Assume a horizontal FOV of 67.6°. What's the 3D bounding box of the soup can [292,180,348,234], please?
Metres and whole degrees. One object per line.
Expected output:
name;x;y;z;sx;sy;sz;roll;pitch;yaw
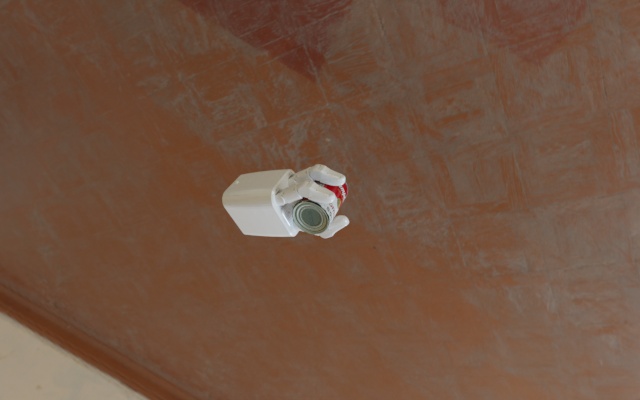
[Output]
soup can;0.001;0.003;0.820;0.068;0.068;0.102;0;32;24
